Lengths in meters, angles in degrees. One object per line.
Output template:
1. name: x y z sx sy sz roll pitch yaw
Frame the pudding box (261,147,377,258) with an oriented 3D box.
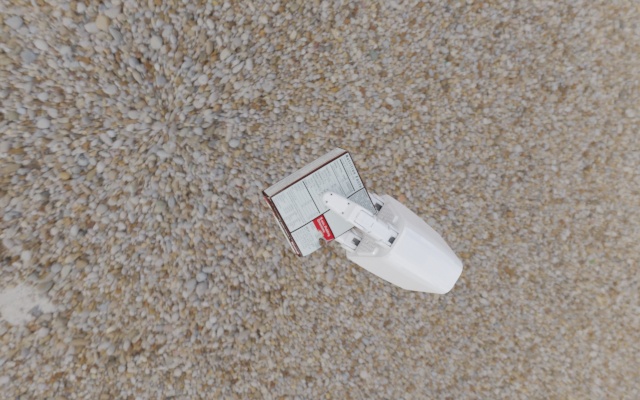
1. pudding box: 0.000 0.002 0.570 0.113 0.090 0.039 -31 19 -13
